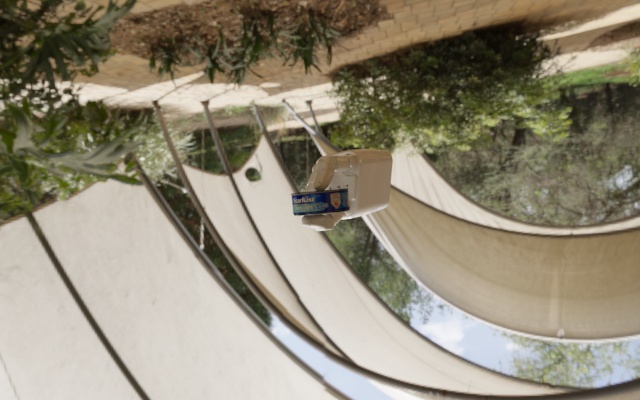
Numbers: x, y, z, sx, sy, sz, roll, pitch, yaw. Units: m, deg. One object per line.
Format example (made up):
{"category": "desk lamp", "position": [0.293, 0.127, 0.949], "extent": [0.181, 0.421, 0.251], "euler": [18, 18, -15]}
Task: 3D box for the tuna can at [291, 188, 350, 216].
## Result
{"category": "tuna can", "position": [0.000, 0.003, 0.706], "extent": [0.086, 0.034, 0.086], "euler": [-5, 0, 0]}
